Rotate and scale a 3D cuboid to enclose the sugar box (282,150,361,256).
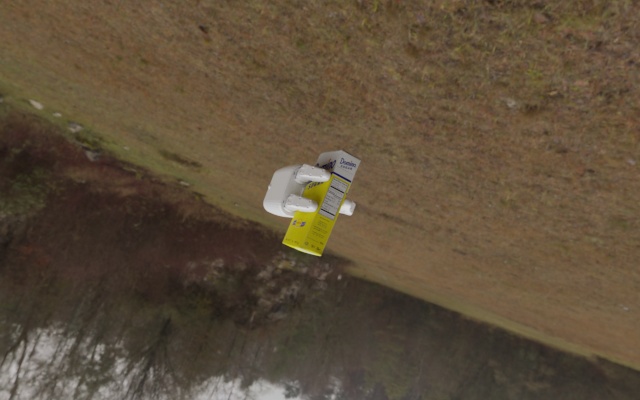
[{"bbox_3d":[0.000,0.003,0.811,0.048,0.176,0.093,24,-9,-23],"label":"sugar box"}]
